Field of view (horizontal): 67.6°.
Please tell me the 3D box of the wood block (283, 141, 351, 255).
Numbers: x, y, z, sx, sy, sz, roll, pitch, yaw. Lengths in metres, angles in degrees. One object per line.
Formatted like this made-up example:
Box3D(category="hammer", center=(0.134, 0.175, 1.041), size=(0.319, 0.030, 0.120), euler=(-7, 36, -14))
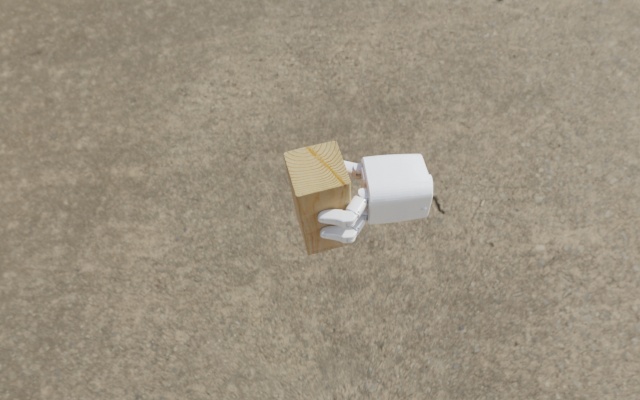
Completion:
Box3D(category="wood block", center=(0.000, 0.002, 0.829), size=(0.090, 0.090, 0.206), euler=(-14, -32, -5))
